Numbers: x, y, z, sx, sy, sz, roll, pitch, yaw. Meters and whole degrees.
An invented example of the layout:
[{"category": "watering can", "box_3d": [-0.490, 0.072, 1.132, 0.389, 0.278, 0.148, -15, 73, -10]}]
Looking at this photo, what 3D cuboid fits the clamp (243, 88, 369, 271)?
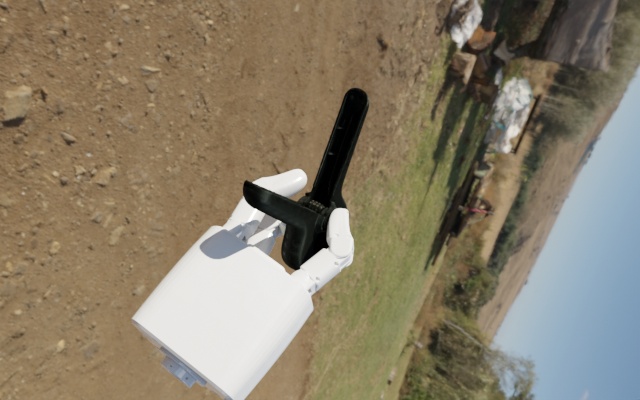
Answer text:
[{"category": "clamp", "box_3d": [0.001, 0.002, 0.477, 0.036, 0.164, 0.210, 28, -30, 24]}]
